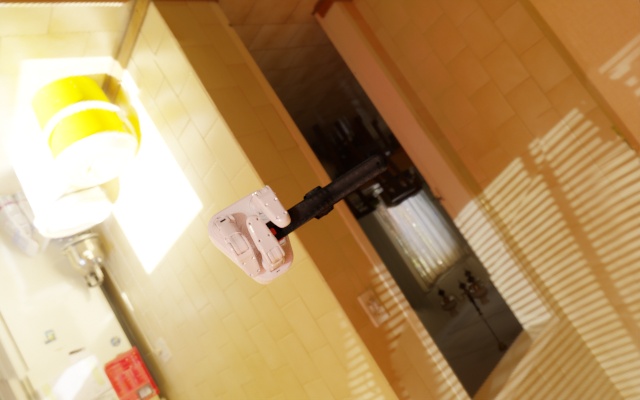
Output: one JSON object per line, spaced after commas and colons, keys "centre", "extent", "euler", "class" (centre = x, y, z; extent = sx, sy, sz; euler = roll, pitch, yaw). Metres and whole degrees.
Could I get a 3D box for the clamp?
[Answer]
{"centre": [0.000, 0.003, 0.612], "extent": [0.171, 0.039, 0.120], "euler": [-30, -8, -14], "class": "clamp"}
